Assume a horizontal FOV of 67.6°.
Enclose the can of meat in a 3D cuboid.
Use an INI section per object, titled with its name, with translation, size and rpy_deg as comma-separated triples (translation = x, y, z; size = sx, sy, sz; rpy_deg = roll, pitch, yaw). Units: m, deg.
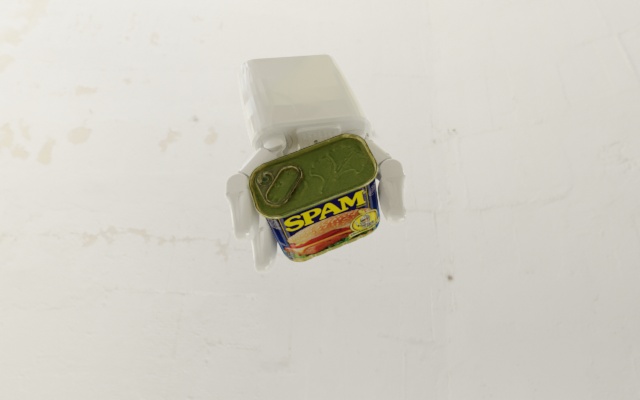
[can of meat]
translation = 0.000, 0.002, 0.412
size = 0.102, 0.057, 0.084
rpy_deg = -21, -35, -3
